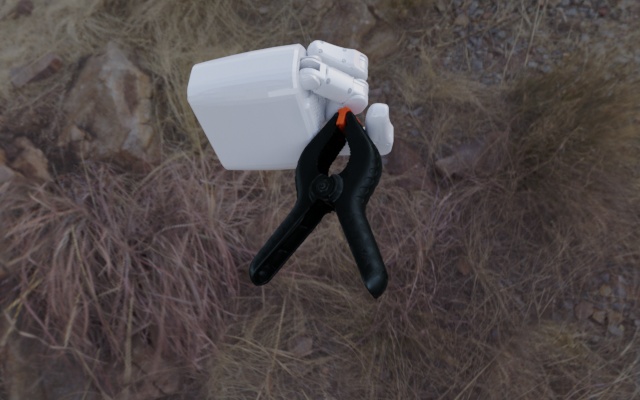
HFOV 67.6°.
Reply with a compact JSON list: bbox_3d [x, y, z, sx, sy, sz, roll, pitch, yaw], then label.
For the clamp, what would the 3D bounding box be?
[{"bbox_3d":[0.000,0.001,0.406,0.120,0.171,0.039,-5,-30,19],"label":"clamp"}]
